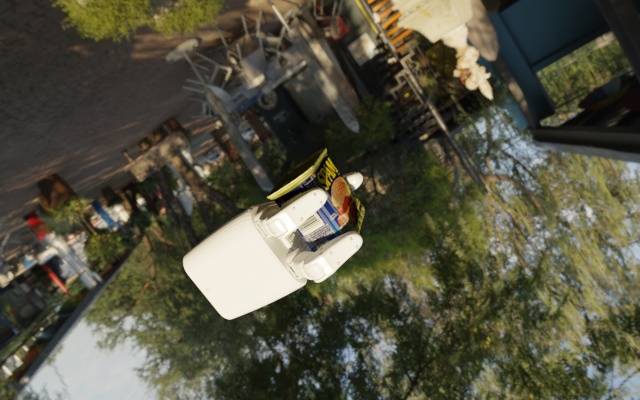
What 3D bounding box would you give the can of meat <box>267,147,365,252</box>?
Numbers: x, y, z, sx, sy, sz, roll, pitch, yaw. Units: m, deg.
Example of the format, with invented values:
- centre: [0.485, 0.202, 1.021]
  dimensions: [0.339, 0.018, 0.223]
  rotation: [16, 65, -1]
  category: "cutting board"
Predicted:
- centre: [0.000, 0.002, 0.502]
  dimensions: [0.057, 0.084, 0.102]
  rotation: [-32, 11, 21]
  category: "can of meat"
